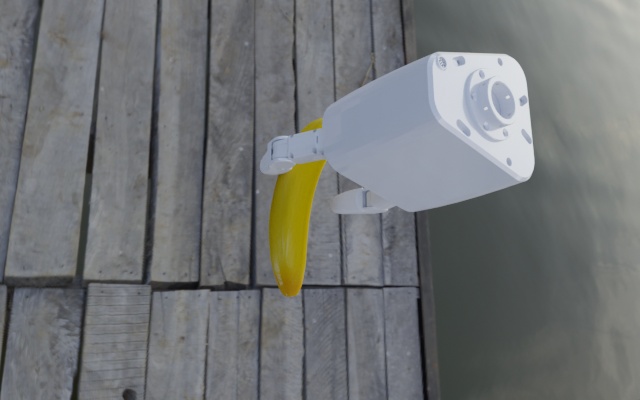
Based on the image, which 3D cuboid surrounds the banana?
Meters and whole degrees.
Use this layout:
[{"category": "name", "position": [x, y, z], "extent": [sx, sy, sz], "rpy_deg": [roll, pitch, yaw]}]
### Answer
[{"category": "banana", "position": [-0.012, -0.011, 0.448], "extent": [0.070, 0.197, 0.037], "rpy_deg": [38, -31, -28]}]
